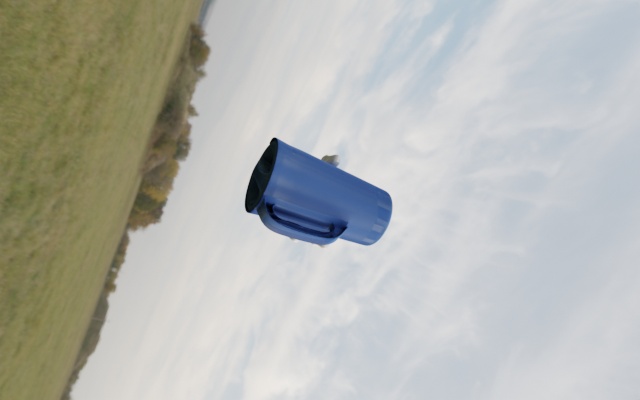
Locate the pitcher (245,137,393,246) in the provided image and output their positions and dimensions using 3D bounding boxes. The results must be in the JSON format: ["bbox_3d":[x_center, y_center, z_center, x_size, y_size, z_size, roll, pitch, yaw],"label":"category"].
[{"bbox_3d":[0.000,0.003,0.824,0.243,0.149,0.145,21,-5,-21],"label":"pitcher"}]
